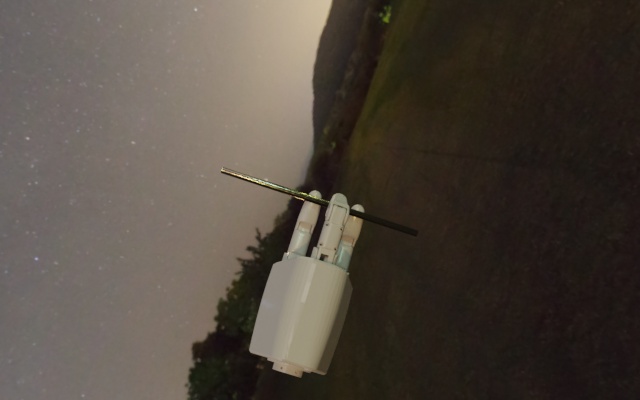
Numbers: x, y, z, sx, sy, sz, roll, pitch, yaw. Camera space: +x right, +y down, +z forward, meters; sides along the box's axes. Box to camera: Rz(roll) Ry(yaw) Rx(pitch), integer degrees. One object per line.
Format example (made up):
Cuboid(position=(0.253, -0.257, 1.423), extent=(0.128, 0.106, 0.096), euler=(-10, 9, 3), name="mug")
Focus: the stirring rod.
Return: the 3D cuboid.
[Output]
Cuboid(position=(0.000, 0.002, 0.560), extent=(0.239, 0.011, 0.011), euler=(18, -1, -3), name="stirring rod")
